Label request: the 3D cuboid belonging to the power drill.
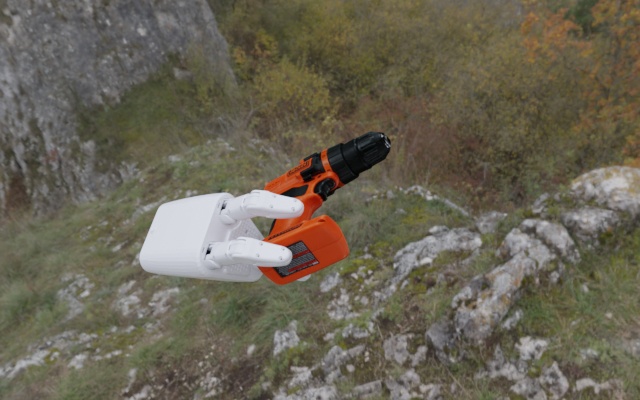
[{"bbox_3d":[0.000,0.002,0.560,0.184,0.057,0.187,-28,25,23],"label":"power drill"}]
